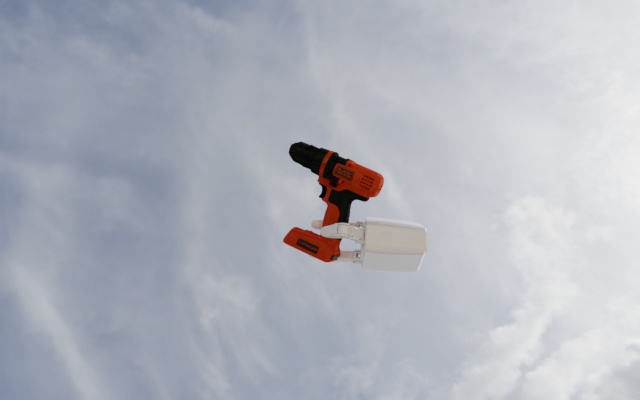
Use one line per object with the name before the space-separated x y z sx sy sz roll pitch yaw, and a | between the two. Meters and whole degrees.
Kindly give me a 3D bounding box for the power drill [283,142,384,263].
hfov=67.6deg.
power drill | 0.000 0.003 0.864 0.184 0.188 0.057 25 10 16
